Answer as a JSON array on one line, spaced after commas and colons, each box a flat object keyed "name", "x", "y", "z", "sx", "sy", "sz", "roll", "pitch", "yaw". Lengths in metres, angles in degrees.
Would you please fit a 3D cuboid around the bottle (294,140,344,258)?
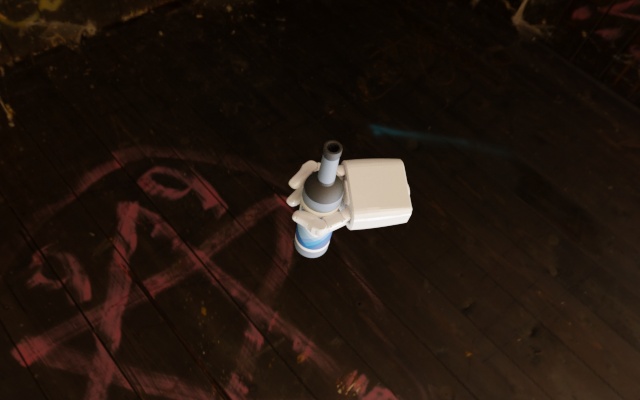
[{"name": "bottle", "x": 0.000, "y": 0.003, "z": 0.810, "sx": 0.069, "sy": 0.069, "sz": 0.296, "roll": 0, "pitch": -33, "yaw": -8}]
